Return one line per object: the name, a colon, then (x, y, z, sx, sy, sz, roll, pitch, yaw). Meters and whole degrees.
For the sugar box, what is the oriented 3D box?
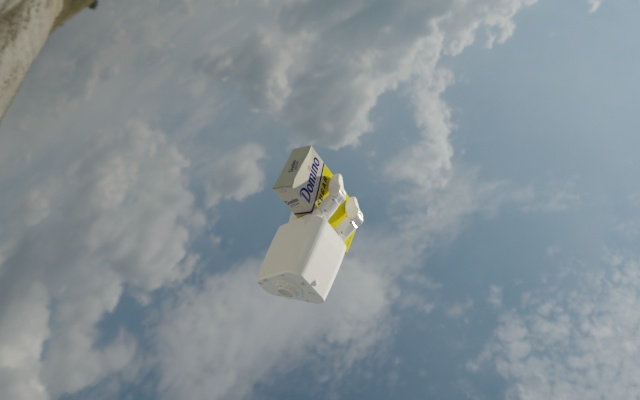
sugar box: (0.001, 0.003, 0.803, 0.048, 0.093, 0.176, -6, -44, 36)
